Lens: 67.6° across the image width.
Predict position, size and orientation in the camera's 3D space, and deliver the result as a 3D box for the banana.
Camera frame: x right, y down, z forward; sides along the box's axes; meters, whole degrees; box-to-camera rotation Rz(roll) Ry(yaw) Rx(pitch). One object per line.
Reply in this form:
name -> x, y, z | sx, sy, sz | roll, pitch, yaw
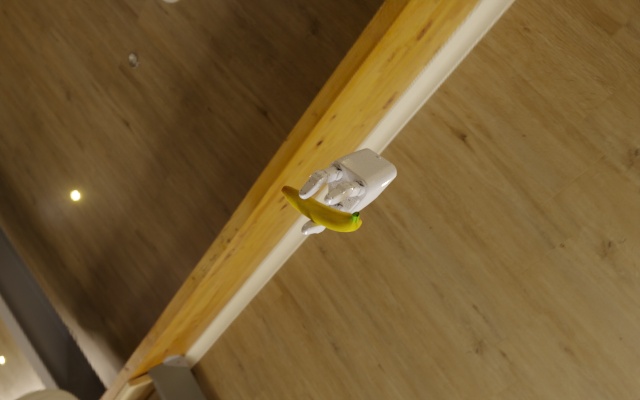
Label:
banana -> 0.007, 0.018, 0.872 | 0.197, 0.070, 0.037 | 18, 48, 41
